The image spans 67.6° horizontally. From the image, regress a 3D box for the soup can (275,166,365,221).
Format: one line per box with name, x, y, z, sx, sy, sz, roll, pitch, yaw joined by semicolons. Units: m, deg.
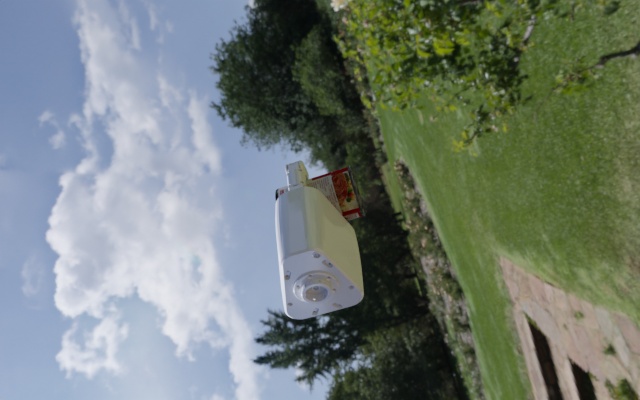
soup can;0.000;0.002;0.621;0.102;0.068;0.068;-17;-2;7
